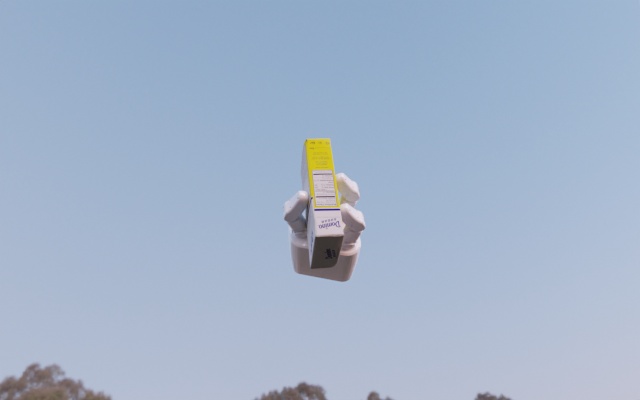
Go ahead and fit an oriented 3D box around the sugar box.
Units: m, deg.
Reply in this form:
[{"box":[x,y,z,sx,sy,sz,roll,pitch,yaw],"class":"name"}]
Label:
[{"box":[0.001,0.002,0.708,0.048,0.176,0.093,-3,-35,-9],"class":"sugar box"}]
